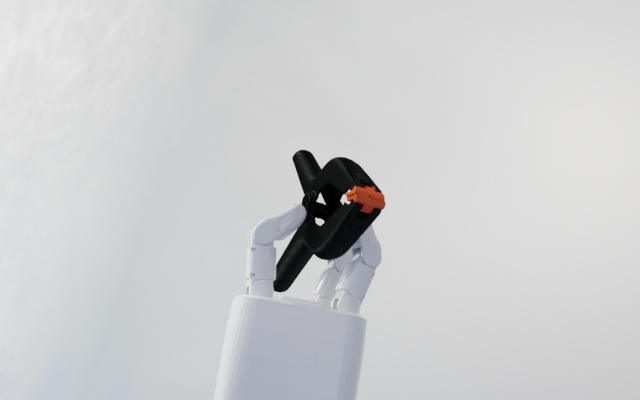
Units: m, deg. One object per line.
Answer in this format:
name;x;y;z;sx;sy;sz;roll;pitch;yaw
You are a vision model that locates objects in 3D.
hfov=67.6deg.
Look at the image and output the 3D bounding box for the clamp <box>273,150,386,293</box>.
clamp;0.000;0.001;0.467;0.036;0.164;0.210;14;-19;-20
